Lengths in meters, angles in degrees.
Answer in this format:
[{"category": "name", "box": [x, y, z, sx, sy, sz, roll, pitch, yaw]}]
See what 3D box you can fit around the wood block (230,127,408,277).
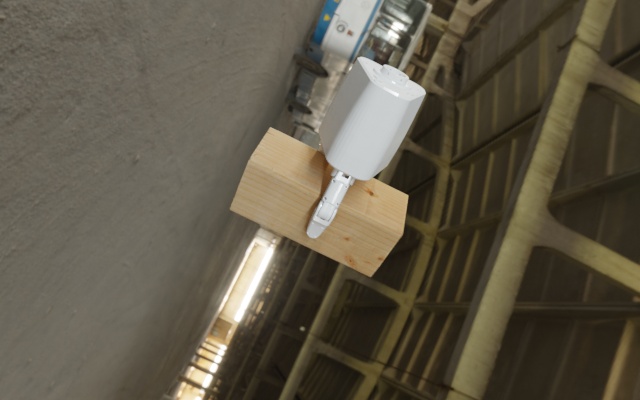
[{"category": "wood block", "box": [0.000, 0.002, 0.628, 0.206, 0.090, 0.090, 26, 38, -4]}]
